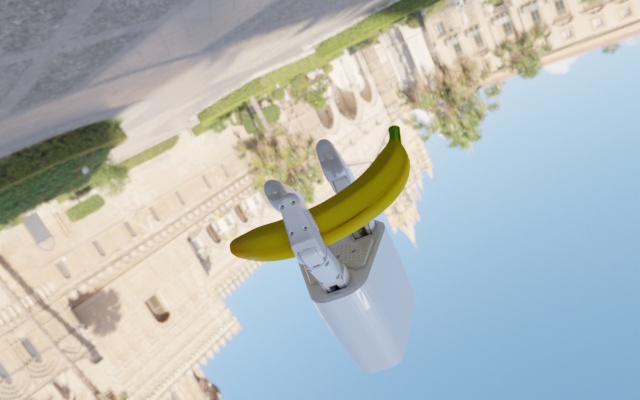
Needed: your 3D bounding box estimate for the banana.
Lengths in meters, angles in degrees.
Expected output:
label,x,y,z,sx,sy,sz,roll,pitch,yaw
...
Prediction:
label,x,y,z,sx,sy,sz,roll,pitch,yaw
banana,0.010,0.008,0.431,0.198,0.037,0.069,-34,34,-4
